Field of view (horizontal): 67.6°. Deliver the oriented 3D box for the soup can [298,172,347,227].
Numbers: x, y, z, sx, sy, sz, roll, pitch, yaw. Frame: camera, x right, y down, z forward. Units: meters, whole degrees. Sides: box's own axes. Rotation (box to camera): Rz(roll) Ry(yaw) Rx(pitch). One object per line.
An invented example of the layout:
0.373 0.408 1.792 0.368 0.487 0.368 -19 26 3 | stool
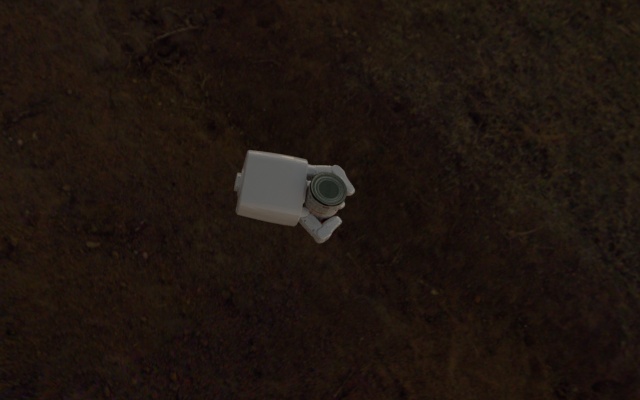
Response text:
0.001 0.003 0.844 0.068 0.068 0.102 0 -28 -19 | soup can
